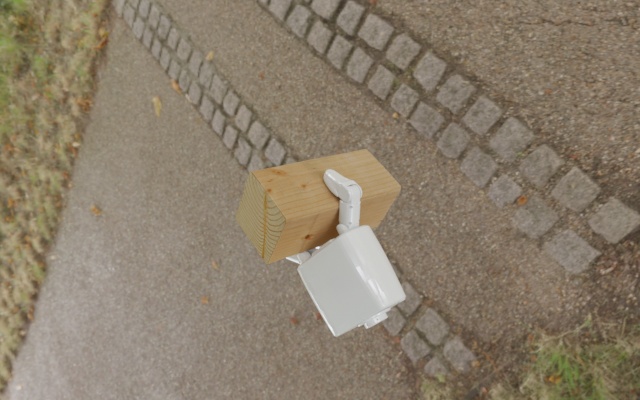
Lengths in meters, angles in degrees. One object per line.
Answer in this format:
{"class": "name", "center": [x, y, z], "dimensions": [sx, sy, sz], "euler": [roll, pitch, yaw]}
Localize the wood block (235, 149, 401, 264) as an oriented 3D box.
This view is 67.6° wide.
{"class": "wood block", "center": [0.000, 0.002, 0.668], "dimensions": [0.206, 0.090, 0.091], "euler": [-15, -35, -38]}
